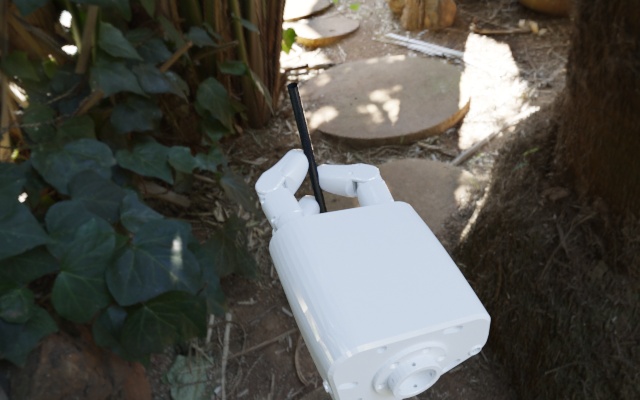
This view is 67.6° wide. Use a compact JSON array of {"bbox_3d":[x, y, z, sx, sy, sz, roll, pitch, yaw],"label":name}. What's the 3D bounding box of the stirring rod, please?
[{"bbox_3d":[0.000,0.002,0.428,0.011,0.011,0.240,-7,-46,7],"label":"stirring rod"}]
